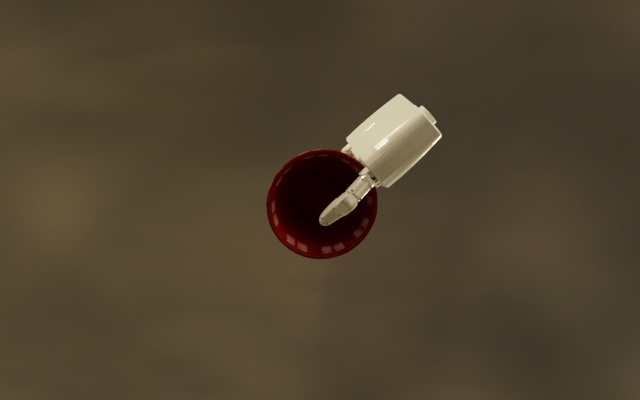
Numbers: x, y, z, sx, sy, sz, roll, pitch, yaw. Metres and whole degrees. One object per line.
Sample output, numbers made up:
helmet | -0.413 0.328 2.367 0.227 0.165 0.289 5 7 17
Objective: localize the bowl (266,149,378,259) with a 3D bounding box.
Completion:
bowl | -0.001 0.003 0.707 0.162 0.162 0.055 0 11 -9
